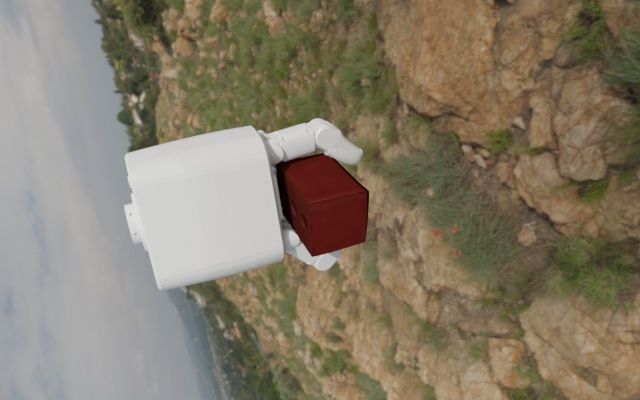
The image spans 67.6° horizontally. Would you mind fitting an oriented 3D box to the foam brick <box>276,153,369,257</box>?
[{"bbox_3d":[0.000,0.001,0.407,0.051,0.053,0.078,-14,34,-20],"label":"foam brick"}]
